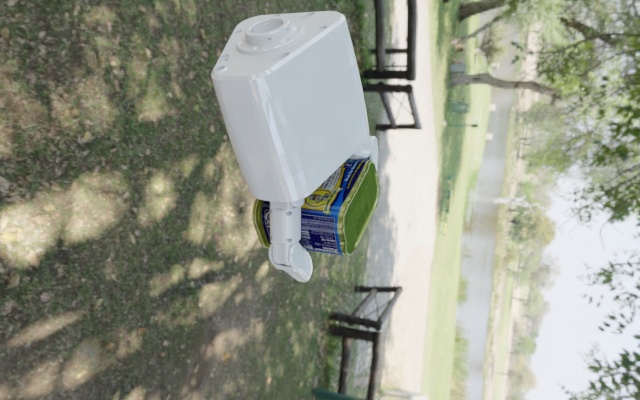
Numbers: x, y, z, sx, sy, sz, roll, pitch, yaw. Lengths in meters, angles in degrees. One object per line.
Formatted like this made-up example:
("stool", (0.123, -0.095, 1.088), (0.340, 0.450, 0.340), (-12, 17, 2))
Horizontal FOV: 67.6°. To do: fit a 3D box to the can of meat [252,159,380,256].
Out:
("can of meat", (0.000, 0.002, 0.438), (0.084, 0.057, 0.102), (6, 40, 23))
